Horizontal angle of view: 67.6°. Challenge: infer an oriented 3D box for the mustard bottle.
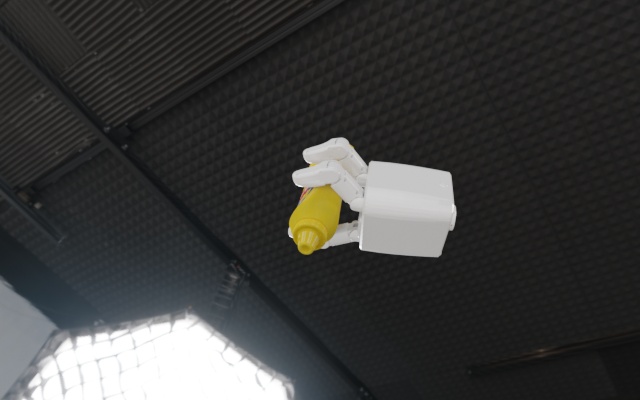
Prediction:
[{"bbox_3d":[0.000,0.002,0.624,0.058,0.096,0.191,26,36,-7],"label":"mustard bottle"}]
